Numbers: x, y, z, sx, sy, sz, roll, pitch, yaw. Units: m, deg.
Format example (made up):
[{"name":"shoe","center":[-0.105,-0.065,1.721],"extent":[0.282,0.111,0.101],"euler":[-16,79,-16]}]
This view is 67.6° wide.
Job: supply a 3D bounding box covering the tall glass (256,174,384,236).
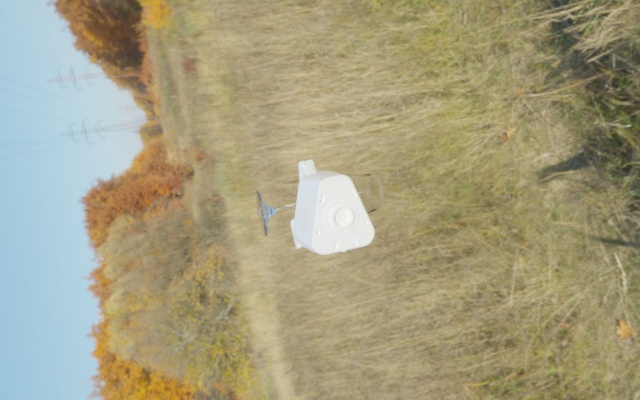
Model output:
[{"name":"tall glass","center":[-0.001,0.003,0.787],"extent":[0.201,0.079,0.079],"euler":[-11,3,-14]}]
